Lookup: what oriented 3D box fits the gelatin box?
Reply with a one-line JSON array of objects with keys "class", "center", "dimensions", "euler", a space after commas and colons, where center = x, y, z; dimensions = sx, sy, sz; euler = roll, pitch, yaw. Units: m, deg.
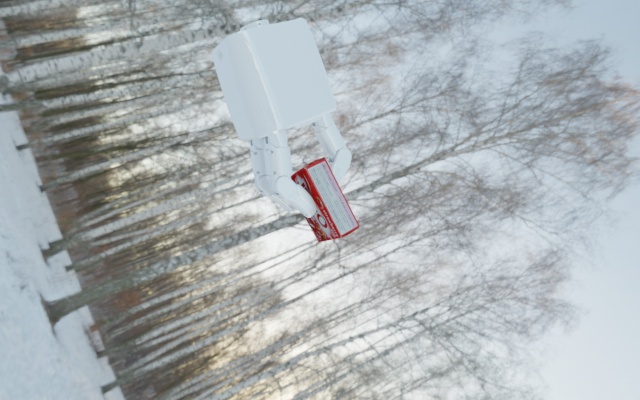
[{"class": "gelatin box", "center": [0.001, 0.002, 0.547], "dimensions": [0.030, 0.089, 0.073], "euler": [-29, 2, -22]}]
